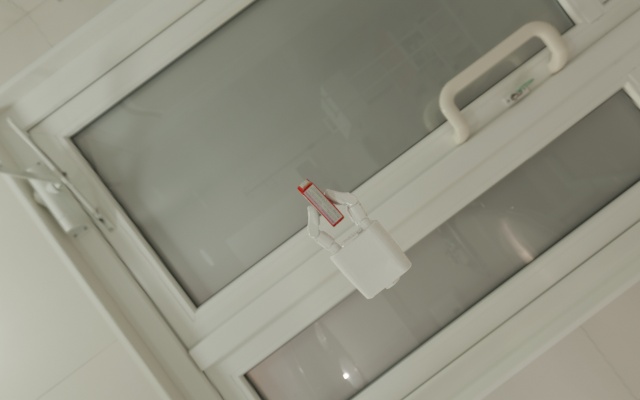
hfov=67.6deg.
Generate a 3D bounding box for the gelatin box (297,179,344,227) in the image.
[{"bbox_3d":[0.000,0.003,0.878,0.030,0.089,0.073,-44,12,-1],"label":"gelatin box"}]
